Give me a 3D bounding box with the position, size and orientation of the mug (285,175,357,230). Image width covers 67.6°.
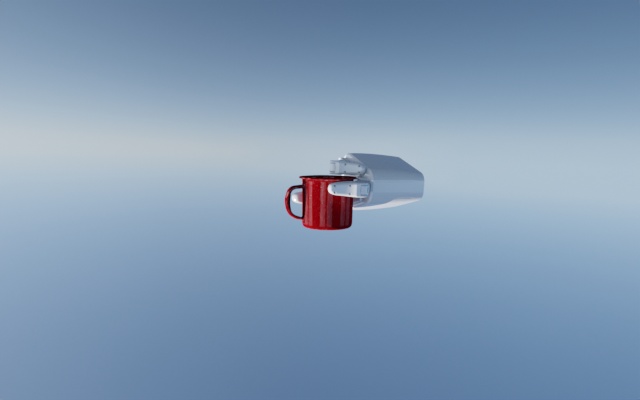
[{"bbox_3d":[-0.001,0.003,0.762,0.117,0.081,0.093,-2,7,-22],"label":"mug"}]
